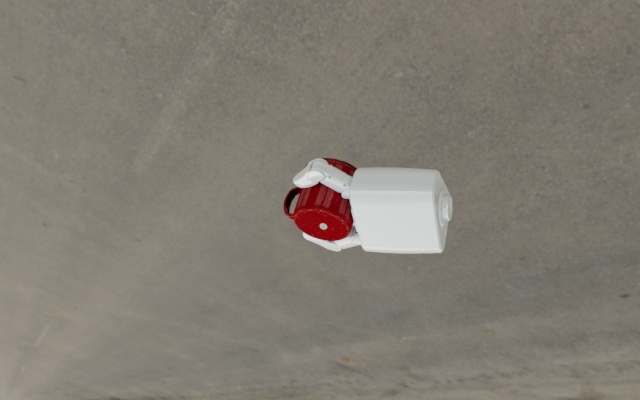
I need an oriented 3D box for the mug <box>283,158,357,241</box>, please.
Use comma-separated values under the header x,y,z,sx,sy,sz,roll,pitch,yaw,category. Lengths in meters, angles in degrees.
x,y,z,sx,sy,sz,roll,pitch,yaw,category
-0.001,0.002,0.662,0.117,0.081,0.093,0,-36,26,mug
